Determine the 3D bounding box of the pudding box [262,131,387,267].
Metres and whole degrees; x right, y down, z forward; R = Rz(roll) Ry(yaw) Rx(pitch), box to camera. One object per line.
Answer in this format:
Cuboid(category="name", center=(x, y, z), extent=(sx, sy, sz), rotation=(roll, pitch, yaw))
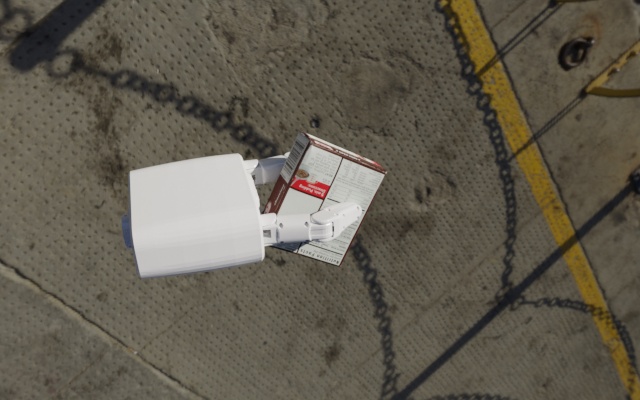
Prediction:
Cuboid(category="pudding box", center=(0.000, 0.002, 0.469), extent=(0.090, 0.113, 0.039), rotation=(20, 16, -24))
